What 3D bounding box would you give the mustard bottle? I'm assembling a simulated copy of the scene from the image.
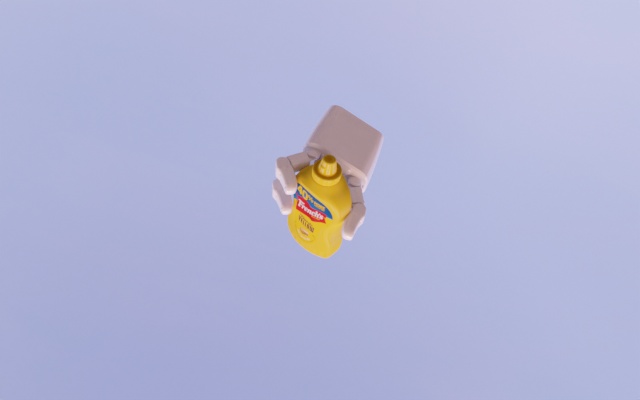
[{"bbox_3d":[0.000,0.003,0.707,0.058,0.096,0.192,-35,-25,-30],"label":"mustard bottle"}]
